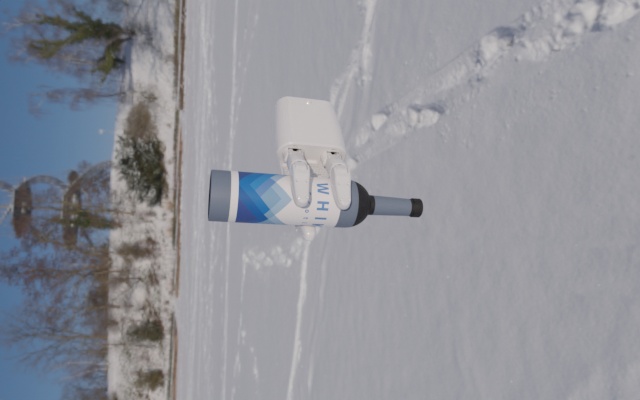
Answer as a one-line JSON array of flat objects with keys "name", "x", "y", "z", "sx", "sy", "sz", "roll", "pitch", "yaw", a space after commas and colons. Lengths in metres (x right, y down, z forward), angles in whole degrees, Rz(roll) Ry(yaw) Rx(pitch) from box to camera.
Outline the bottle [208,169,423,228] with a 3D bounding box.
[{"name": "bottle", "x": 0.000, "y": 0.002, "z": 0.648, "sx": 0.296, "sy": 0.069, "sz": 0.069, "roll": 4, "pitch": -1, "yaw": -15}]
